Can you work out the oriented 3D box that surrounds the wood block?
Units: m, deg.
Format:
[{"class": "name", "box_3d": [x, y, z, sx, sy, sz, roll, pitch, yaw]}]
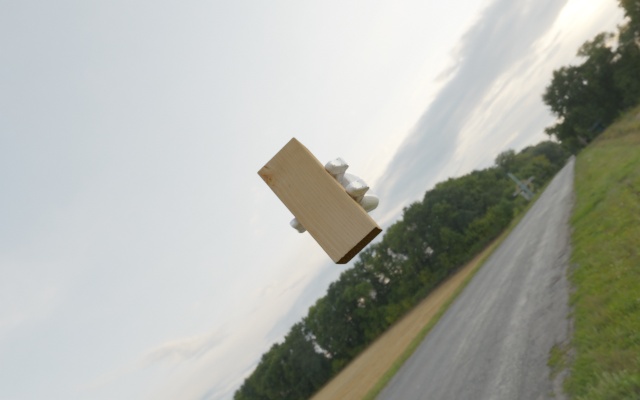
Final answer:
[{"class": "wood block", "box_3d": [0.000, 0.003, 0.817, 0.091, 0.206, 0.090, -44, -16, 6]}]
